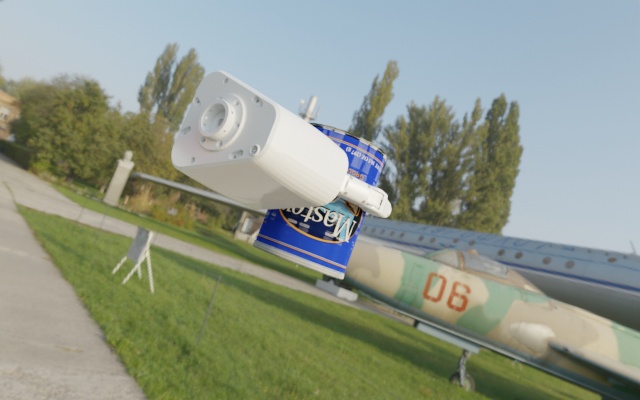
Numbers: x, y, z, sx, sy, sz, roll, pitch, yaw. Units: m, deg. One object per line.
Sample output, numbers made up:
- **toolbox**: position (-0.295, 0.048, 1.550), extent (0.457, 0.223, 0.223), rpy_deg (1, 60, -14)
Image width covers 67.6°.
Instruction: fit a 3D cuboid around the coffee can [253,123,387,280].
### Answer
- **coffee can**: position (0.000, 0.002, 0.516), extent (0.103, 0.140, 0.103), rpy_deg (20, -6, 2)
